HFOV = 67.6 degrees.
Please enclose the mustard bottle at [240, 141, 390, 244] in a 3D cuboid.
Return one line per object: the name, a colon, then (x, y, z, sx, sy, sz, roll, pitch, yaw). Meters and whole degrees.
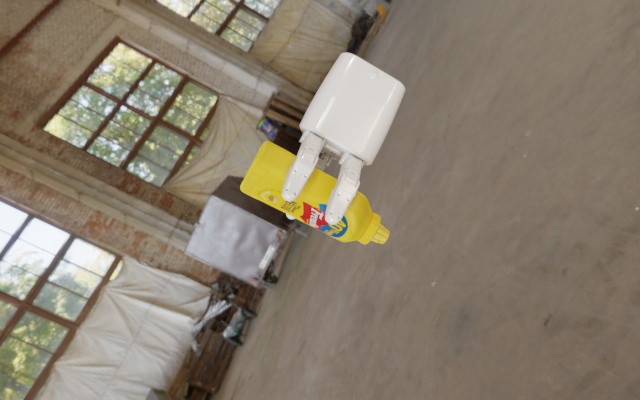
mustard bottle: (0.000, 0.002, 0.588, 0.191, 0.058, 0.096, 28, -28, -9)
